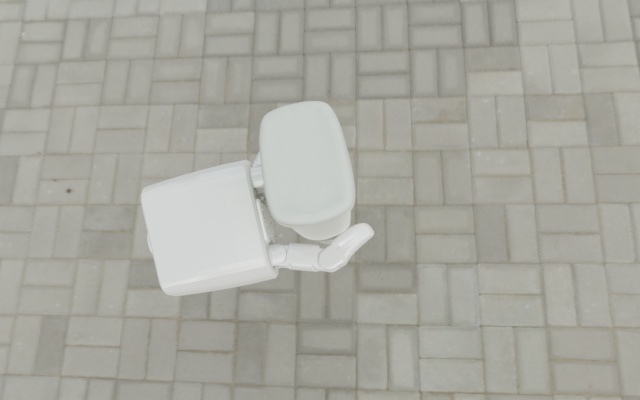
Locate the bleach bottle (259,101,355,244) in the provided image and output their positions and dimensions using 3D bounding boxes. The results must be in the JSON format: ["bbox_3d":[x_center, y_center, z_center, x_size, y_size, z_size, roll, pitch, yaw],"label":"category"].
[{"bbox_3d":[0.000,0.001,0.475,0.068,0.102,0.251,-11,-17,3],"label":"bleach bottle"}]
